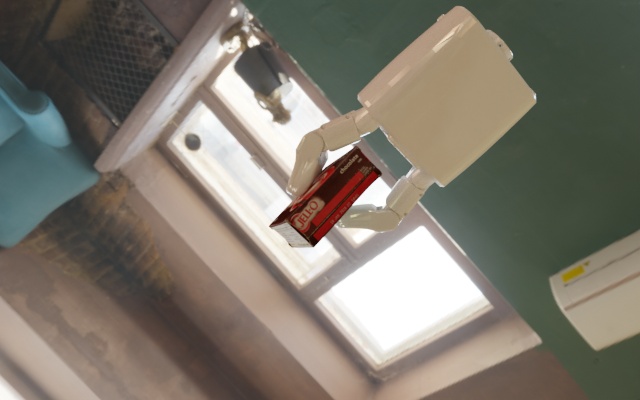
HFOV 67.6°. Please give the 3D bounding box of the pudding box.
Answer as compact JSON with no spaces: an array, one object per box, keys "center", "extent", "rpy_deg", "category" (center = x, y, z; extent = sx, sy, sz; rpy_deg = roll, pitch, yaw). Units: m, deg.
[{"center":[0.000,0.002,0.446],"extent":[0.090,0.039,0.113],"rpy_deg":[-45,3,-14],"category":"pudding box"}]
